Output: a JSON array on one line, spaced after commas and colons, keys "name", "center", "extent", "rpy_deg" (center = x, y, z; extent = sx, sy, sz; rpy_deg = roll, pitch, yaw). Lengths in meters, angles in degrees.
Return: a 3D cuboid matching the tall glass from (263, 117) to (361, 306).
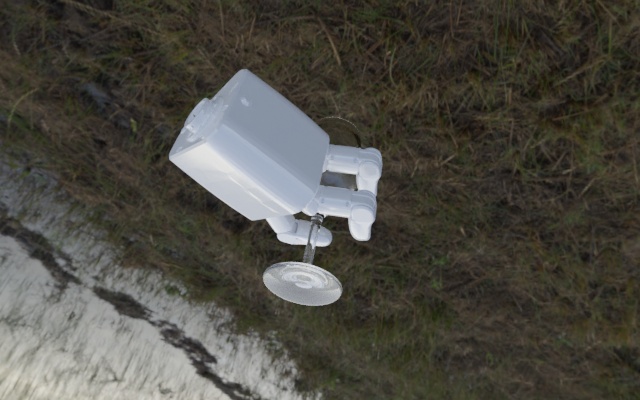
[{"name": "tall glass", "center": [0.000, 0.002, 0.497], "extent": [0.079, 0.201, 0.079], "rpy_deg": [8, -39, 6]}]
